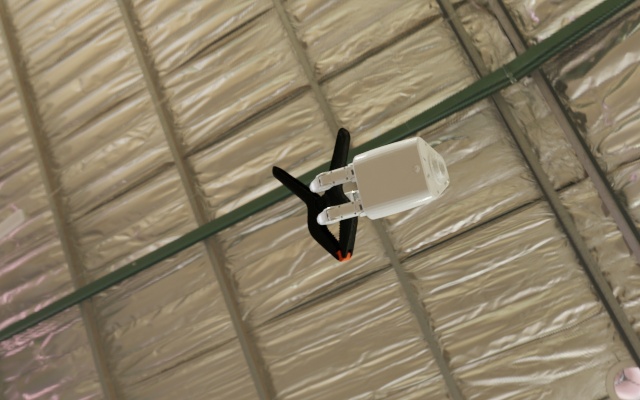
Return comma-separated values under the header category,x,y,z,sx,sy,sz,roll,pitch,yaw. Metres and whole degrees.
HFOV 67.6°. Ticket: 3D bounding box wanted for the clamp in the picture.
category,x,y,z,sx,sy,sz,roll,pitch,yaw
clamp,0.001,0.003,0.802,0.164,0.210,0.036,-18,-9,33
